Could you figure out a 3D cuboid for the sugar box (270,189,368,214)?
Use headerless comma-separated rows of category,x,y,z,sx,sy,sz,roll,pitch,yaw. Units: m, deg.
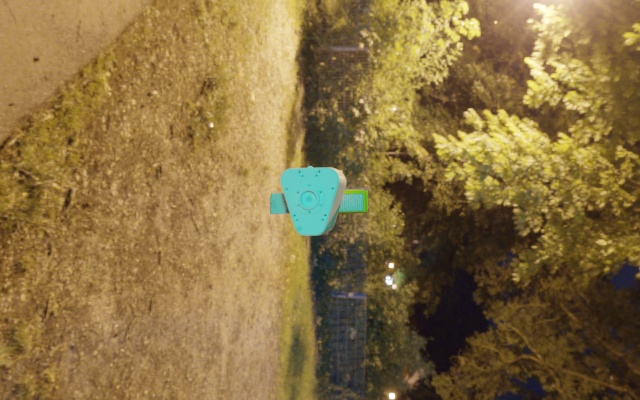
sugar box,0.000,0.002,0.896,0.176,0.048,0.093,1,0,7
